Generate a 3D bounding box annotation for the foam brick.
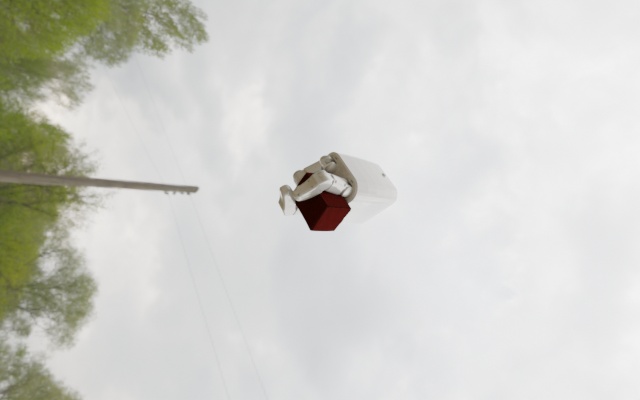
[{"bbox_3d":[0.000,0.003,0.733,0.051,0.078,0.053,7,-50,-42],"label":"foam brick"}]
